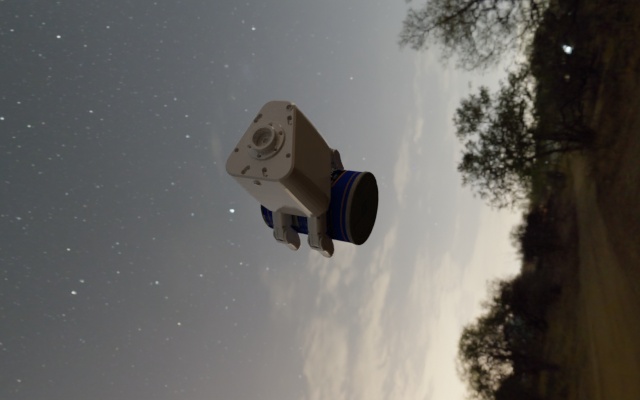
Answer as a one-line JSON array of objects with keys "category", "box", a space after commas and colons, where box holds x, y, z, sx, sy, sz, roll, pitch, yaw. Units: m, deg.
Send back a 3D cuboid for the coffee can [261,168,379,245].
[{"category": "coffee can", "box": [0.000, 0.002, 0.688, 0.140, 0.103, 0.103, 8, 4, 27]}]
